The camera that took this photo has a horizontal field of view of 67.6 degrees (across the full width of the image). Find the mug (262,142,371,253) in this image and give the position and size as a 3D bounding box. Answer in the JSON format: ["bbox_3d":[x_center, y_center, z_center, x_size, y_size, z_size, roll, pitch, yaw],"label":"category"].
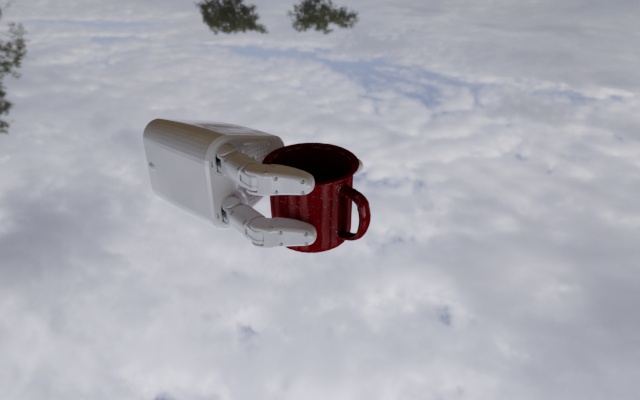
[{"bbox_3d":[0.001,0.002,0.468,0.117,0.081,0.093,22,37,33],"label":"mug"}]
